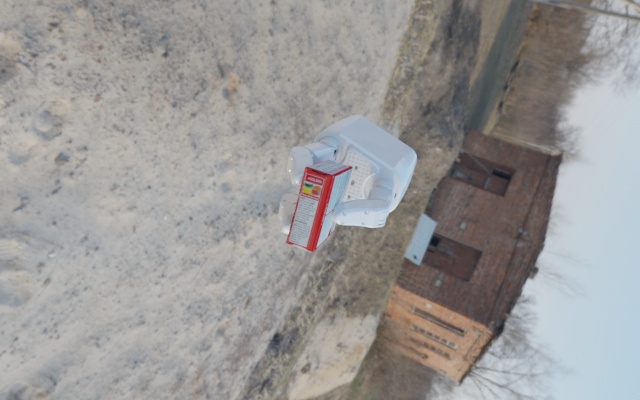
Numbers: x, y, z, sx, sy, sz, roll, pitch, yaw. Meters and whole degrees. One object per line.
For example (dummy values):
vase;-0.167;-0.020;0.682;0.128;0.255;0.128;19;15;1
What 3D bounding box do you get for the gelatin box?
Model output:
gelatin box;0.000;0.002;0.459;0.030;0.073;0.089;18;14;11
